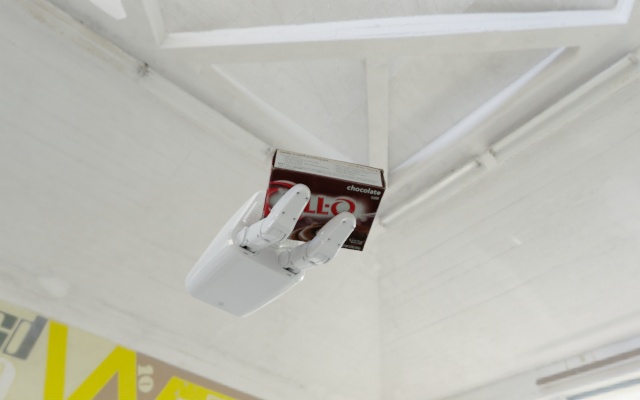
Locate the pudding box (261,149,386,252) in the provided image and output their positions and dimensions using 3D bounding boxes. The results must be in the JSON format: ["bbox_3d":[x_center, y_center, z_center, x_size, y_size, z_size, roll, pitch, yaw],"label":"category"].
[{"bbox_3d":[0.000,0.002,0.486,0.113,0.090,0.039,8,41,-7],"label":"pudding box"}]
